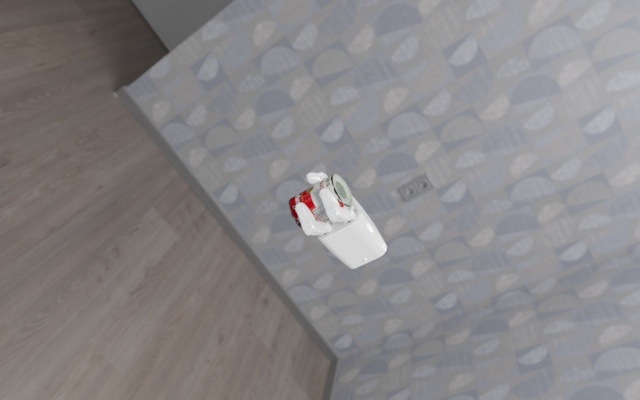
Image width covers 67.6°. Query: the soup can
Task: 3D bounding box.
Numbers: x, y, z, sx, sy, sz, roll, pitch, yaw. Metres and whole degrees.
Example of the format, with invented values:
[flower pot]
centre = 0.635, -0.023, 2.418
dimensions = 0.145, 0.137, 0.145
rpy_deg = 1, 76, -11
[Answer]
[soup can]
centre = 0.000, 0.002, 0.890
dimensions = 0.102, 0.068, 0.068
rpy_deg = -29, -12, 23
